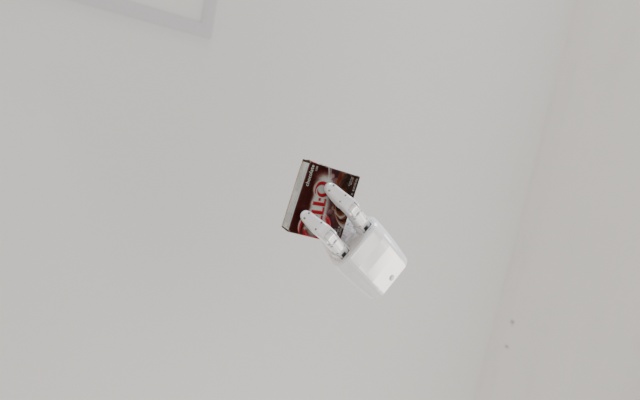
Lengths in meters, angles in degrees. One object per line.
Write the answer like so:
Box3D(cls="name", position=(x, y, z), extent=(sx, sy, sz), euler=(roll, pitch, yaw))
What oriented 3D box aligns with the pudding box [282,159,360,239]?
Box3D(cls="pudding box", position=(0.000, 0.002, 0.734), extent=(0.090, 0.113, 0.039), euler=(15, 3, -28))
